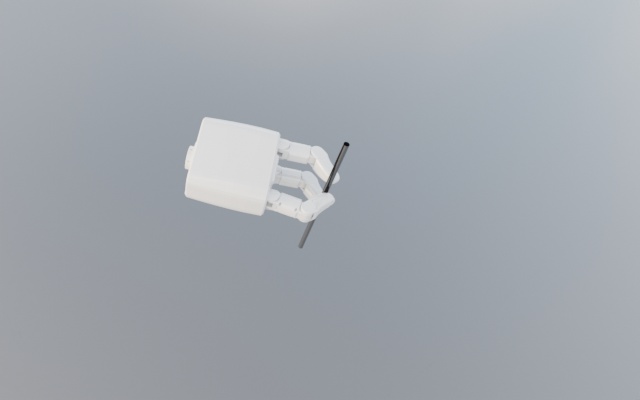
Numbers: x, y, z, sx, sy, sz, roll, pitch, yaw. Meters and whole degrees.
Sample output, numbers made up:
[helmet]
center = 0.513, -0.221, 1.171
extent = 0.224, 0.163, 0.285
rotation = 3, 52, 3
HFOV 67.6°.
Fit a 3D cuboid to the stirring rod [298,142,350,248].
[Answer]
[stirring rod]
center = 0.000, 0.002, 0.683
extent = 0.011, 0.011, 0.240
rotation = 0, -37, -20
